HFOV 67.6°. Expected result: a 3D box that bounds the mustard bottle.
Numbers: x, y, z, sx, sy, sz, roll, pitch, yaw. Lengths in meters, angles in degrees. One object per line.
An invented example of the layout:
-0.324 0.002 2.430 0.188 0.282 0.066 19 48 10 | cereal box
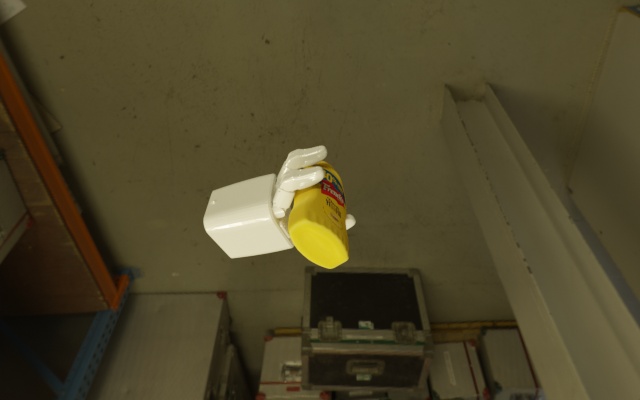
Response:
0.000 0.002 0.697 0.058 0.191 0.096 -34 -60 24 | mustard bottle
